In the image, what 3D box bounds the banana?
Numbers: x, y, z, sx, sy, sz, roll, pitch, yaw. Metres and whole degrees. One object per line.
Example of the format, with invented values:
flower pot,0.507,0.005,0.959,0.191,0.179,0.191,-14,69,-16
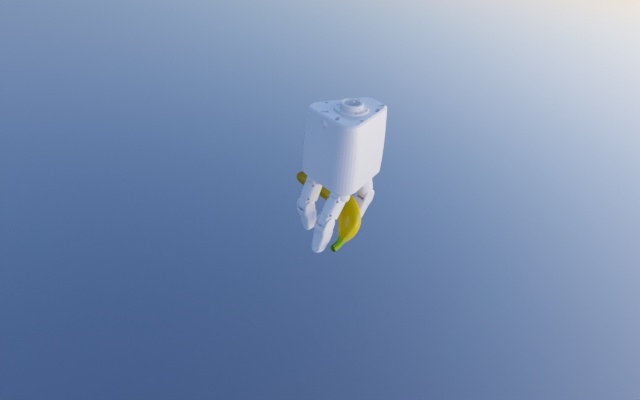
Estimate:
banana,0.019,0.001,0.772,0.069,0.037,0.197,-10,39,-14
